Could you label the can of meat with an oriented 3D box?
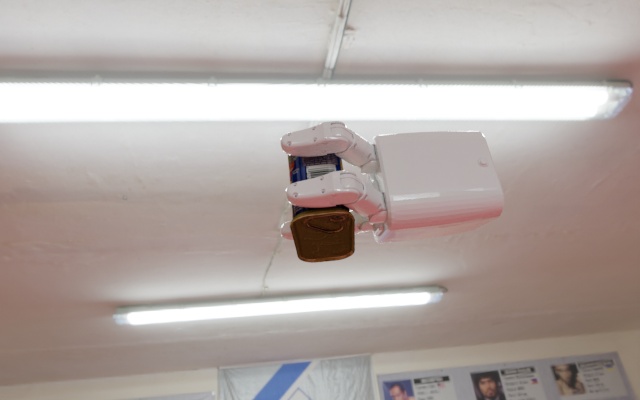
[{"bbox_3d":[0.000,0.001,0.465,0.057,0.084,0.102,-6,-30,1],"label":"can of meat"}]
